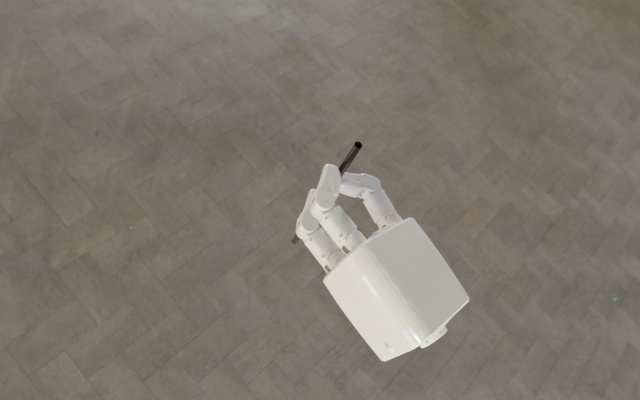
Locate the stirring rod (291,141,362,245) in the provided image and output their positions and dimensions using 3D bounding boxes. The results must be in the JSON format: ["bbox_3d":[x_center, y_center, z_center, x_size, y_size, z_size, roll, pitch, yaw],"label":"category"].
[{"bbox_3d":[0.000,0.002,0.558,0.011,0.011,0.240,0,-27,-20],"label":"stirring rod"}]
